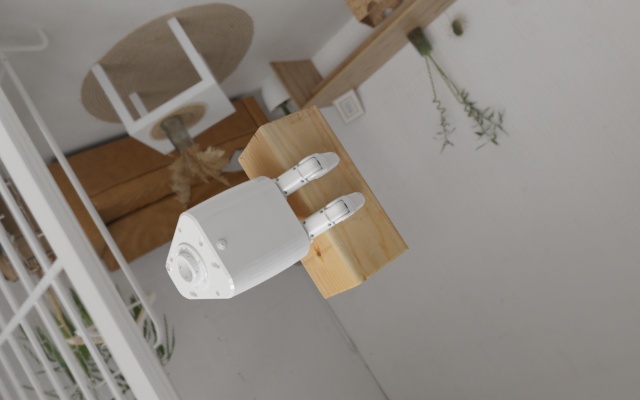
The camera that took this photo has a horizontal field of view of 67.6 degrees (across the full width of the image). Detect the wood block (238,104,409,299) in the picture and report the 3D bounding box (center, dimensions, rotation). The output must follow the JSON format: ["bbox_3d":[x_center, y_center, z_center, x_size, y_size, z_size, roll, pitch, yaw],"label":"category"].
[{"bbox_3d":[0.000,0.002,0.582,0.090,0.206,0.091,-29,-5,-34],"label":"wood block"}]
